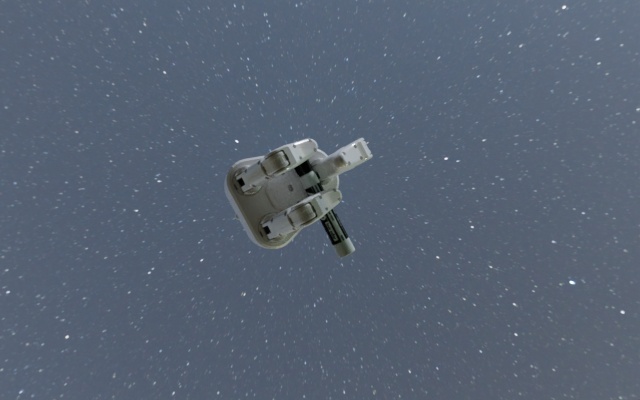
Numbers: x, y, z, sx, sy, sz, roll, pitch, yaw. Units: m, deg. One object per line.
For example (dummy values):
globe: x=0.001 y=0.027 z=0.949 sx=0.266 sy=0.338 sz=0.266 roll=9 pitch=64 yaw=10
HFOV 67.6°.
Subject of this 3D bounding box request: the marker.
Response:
marker: x=0.000 y=0.002 z=0.489 sx=0.020 sy=0.121 sz=0.020 roll=-27 pitch=3 yaw=1
